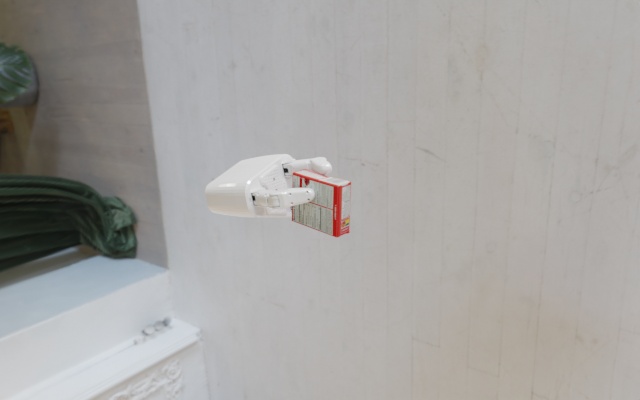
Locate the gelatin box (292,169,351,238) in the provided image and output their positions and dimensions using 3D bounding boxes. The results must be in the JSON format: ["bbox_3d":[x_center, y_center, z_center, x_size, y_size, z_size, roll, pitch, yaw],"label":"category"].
[{"bbox_3d":[0.000,0.002,0.651,0.089,0.073,0.030,18,26,40],"label":"gelatin box"}]
